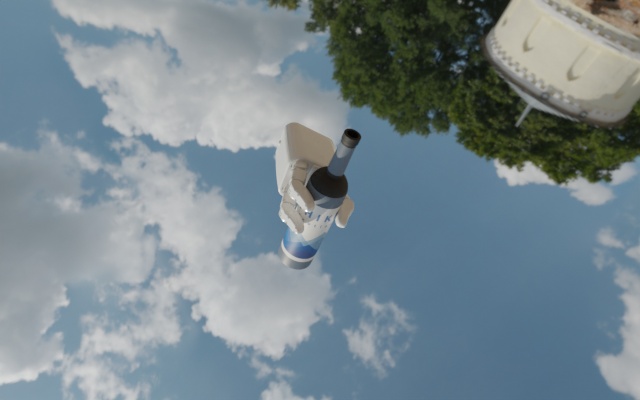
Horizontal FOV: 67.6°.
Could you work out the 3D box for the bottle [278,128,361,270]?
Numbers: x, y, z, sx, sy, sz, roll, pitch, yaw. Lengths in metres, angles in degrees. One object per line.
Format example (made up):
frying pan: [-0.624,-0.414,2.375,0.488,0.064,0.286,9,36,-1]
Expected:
bottle: [0.000,0.003,0.801,0.069,0.069,0.296,0,-43,-26]
